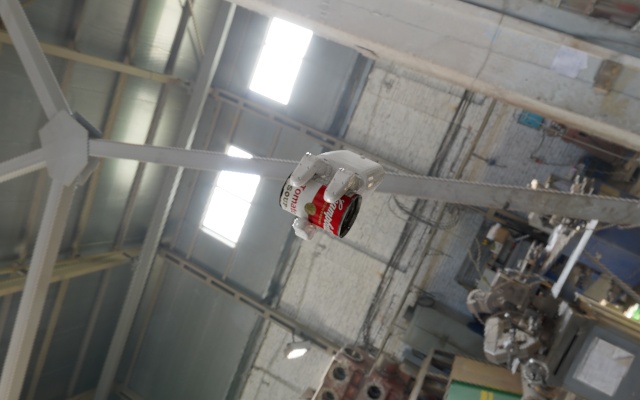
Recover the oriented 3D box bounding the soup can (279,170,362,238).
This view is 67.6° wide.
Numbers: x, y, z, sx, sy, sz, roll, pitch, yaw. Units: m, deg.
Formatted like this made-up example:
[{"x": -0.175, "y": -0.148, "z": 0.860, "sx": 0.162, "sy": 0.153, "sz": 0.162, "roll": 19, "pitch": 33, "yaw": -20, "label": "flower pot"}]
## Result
[{"x": 0.000, "y": 0.002, "z": 0.692, "sx": 0.102, "sy": 0.068, "sz": 0.068, "roll": 26, "pitch": 8, "yaw": 17, "label": "soup can"}]
